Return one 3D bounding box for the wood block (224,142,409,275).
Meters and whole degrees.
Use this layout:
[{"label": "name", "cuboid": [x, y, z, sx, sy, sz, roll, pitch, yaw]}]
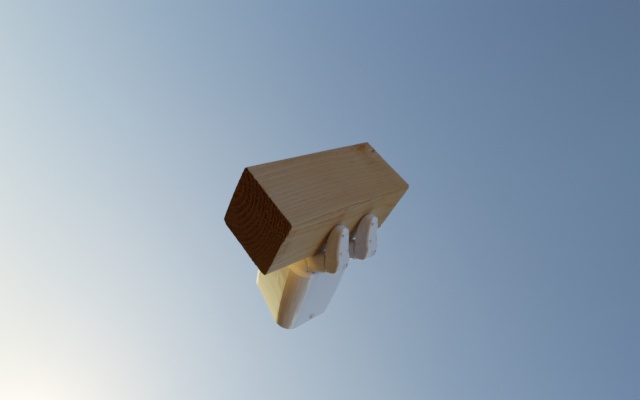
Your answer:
[{"label": "wood block", "cuboid": [0.000, 0.002, 0.587, 0.206, 0.090, 0.090, -17, -32, -44]}]
